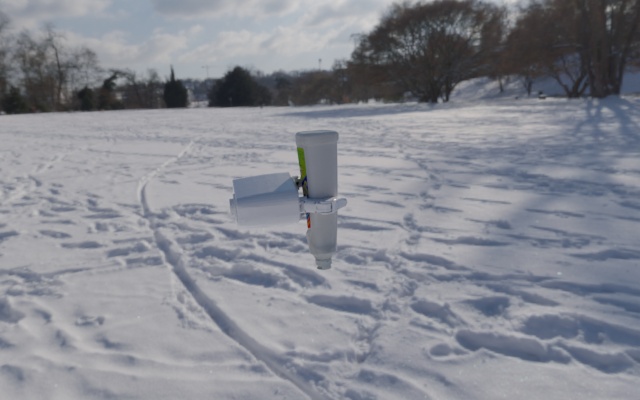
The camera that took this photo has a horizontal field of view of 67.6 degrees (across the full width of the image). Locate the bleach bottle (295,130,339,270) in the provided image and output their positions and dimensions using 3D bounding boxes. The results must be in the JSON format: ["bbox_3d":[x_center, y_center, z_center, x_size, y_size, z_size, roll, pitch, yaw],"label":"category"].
[{"bbox_3d":[0.000,0.003,0.851,0.068,0.251,0.102,-7,11,-12],"label":"bleach bottle"}]
